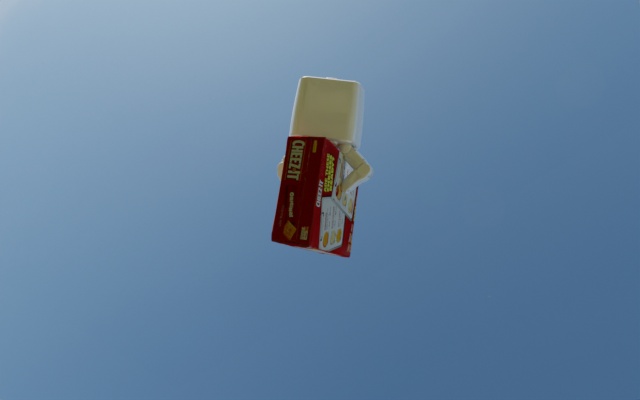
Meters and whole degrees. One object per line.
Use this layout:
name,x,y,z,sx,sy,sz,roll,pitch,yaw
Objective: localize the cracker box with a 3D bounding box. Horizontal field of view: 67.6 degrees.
cracker box,0.000,0.003,0.788,0.072,0.164,0.214,5,-9,20
